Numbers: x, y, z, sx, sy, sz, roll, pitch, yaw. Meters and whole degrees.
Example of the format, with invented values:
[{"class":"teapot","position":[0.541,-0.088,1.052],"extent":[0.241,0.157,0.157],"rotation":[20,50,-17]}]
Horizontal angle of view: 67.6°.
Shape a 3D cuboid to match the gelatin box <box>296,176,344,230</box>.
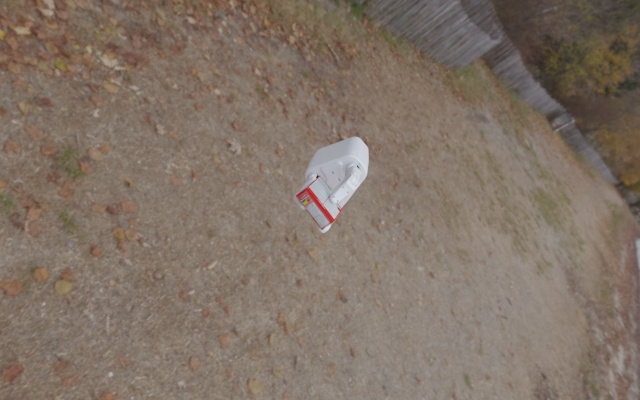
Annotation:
[{"class":"gelatin box","position":[0.000,0.003,0.822],"extent":[0.030,0.073,0.089],"rotation":[-36,5,20]}]
